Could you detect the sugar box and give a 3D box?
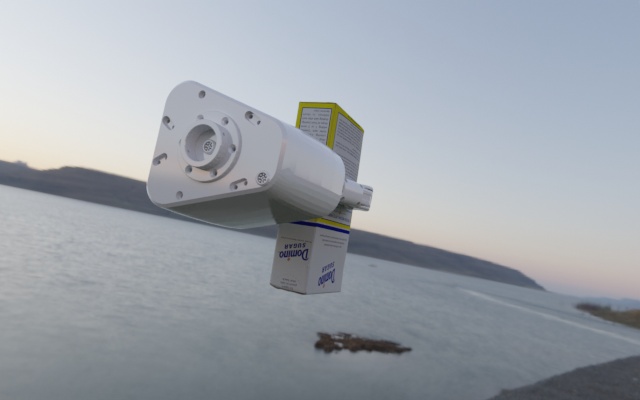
[{"bbox_3d":[0.000,0.001,0.473,0.048,0.176,0.093,9,-5,24],"label":"sugar box"}]
